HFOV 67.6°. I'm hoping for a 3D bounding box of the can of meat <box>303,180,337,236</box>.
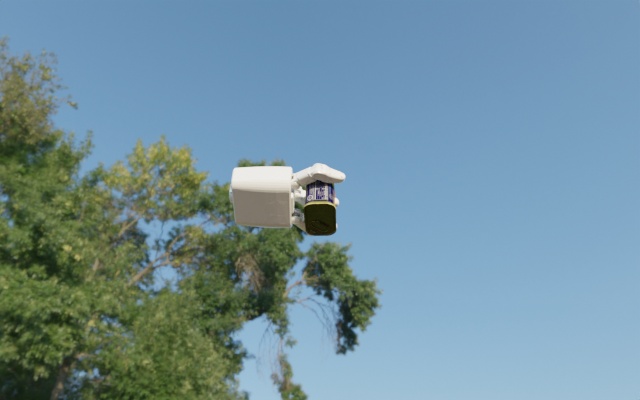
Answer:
[{"bbox_3d":[0.000,0.003,0.876,0.057,0.084,0.102,-1,-37,2],"label":"can of meat"}]
